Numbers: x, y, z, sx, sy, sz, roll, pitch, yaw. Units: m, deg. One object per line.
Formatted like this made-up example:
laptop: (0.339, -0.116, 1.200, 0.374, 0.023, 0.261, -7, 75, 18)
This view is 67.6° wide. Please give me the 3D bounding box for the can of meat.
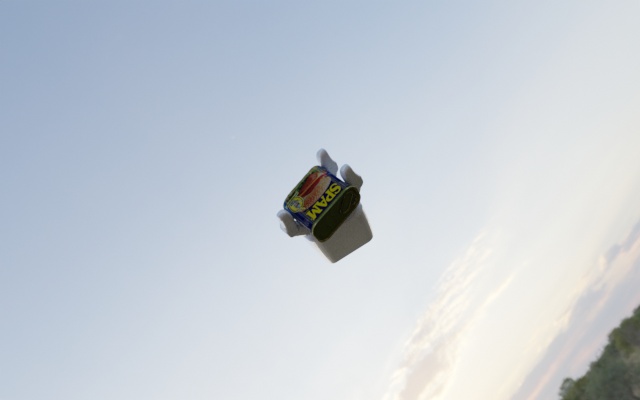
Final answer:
can of meat: (0.000, 0.002, 0.777, 0.084, 0.102, 0.057, 37, -8, 35)
